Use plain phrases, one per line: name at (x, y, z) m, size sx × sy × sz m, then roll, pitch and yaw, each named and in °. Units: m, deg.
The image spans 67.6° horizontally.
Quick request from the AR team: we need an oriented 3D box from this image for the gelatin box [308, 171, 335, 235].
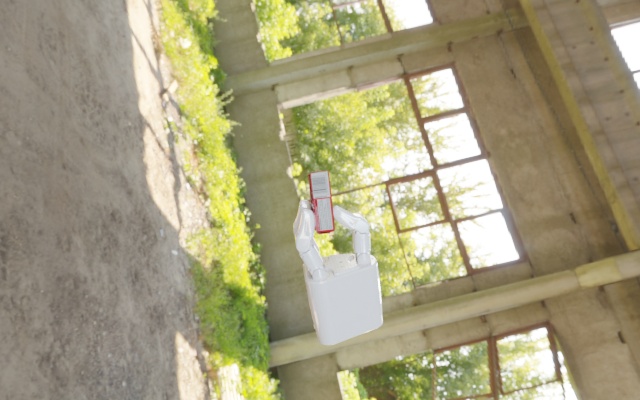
gelatin box at (0.001, 0.002, 0.705) m, size 0.030 × 0.089 × 0.073 m, roll -6°, pitch 2°, yaw -3°
